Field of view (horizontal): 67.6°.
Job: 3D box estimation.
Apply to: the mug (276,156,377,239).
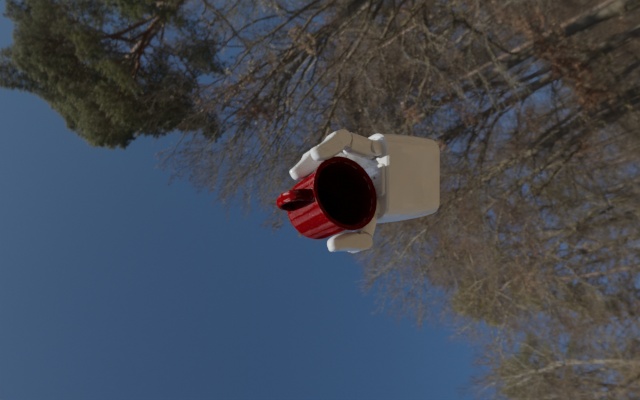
[{"bbox_3d":[-0.001,0.002,0.595,0.117,0.093,0.081,-1,-16,-34],"label":"mug"}]
